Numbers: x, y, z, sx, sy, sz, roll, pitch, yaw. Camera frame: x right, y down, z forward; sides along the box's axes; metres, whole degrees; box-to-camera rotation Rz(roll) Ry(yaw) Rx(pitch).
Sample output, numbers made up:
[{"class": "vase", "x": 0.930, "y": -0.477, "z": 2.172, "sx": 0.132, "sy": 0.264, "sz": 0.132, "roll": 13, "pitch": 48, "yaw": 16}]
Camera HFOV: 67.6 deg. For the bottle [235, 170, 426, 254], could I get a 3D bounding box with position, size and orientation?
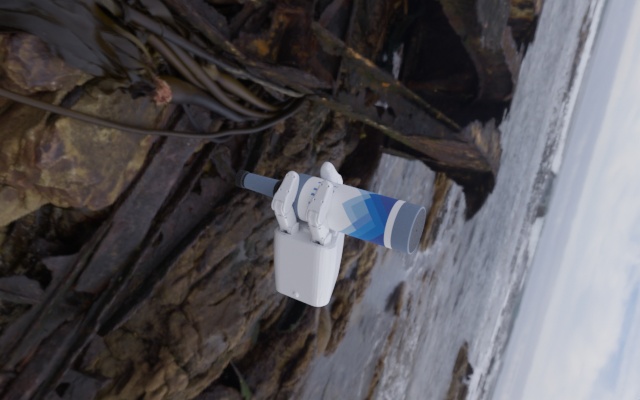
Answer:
[{"class": "bottle", "x": 0.000, "y": 0.002, "z": 0.694, "sx": 0.295, "sy": 0.069, "sz": 0.069, "roll": 16, "pitch": 7, "yaw": 25}]
